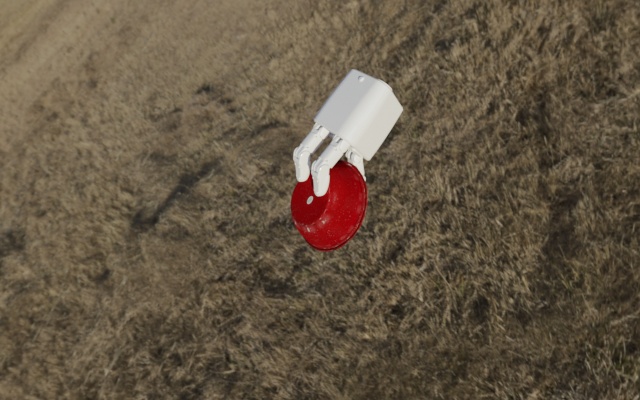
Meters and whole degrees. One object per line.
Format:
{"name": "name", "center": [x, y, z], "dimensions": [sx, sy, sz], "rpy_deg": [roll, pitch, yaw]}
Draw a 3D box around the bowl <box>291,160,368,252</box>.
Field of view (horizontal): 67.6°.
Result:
{"name": "bowl", "center": [-0.001, 0.004, 0.807], "dimensions": [0.162, 0.162, 0.055], "rpy_deg": [0, -12, 44]}
